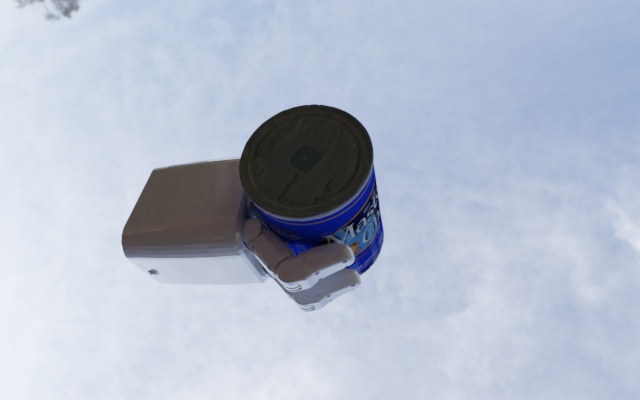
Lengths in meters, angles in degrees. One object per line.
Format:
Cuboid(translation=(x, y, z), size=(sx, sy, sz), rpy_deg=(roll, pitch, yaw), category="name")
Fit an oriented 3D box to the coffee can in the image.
Cuboid(translation=(0.000, 0.001, 0.416), size=(0.103, 0.102, 0.140), rpy_deg=(0, -29, 11), category="coffee can")
